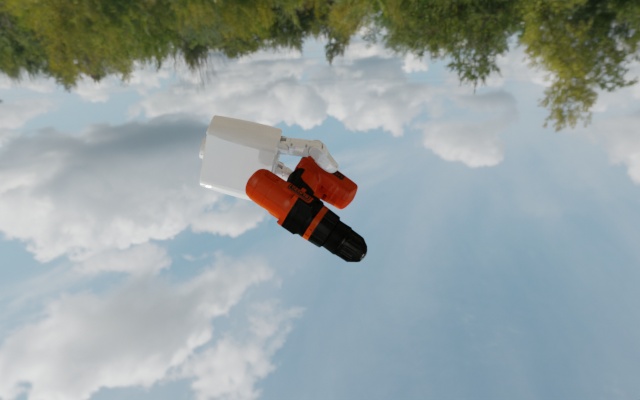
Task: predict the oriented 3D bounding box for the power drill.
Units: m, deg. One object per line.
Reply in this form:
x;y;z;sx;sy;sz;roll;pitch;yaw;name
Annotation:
0.000;0.002;0.695;0.184;0.057;0.187;36;21;3;power drill
